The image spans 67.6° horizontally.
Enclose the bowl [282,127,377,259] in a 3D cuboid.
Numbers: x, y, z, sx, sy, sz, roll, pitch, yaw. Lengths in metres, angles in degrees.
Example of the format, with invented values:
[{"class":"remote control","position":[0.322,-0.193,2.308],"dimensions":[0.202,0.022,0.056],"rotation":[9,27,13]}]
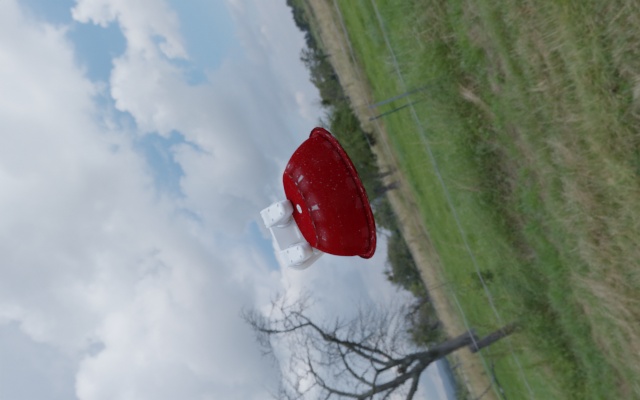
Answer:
[{"class":"bowl","position":[0.000,0.001,0.539],"dimensions":[0.055,0.162,0.162],"rotation":[-22,6,-15]}]
